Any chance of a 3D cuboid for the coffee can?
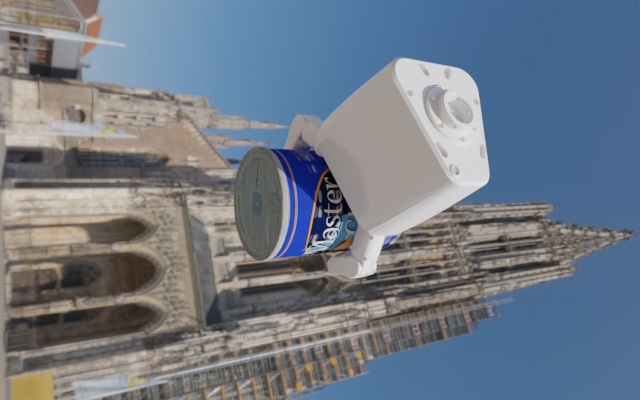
[{"bbox_3d":[0.000,0.002,0.467,0.140,0.103,0.103,-2,1,-33],"label":"coffee can"}]
